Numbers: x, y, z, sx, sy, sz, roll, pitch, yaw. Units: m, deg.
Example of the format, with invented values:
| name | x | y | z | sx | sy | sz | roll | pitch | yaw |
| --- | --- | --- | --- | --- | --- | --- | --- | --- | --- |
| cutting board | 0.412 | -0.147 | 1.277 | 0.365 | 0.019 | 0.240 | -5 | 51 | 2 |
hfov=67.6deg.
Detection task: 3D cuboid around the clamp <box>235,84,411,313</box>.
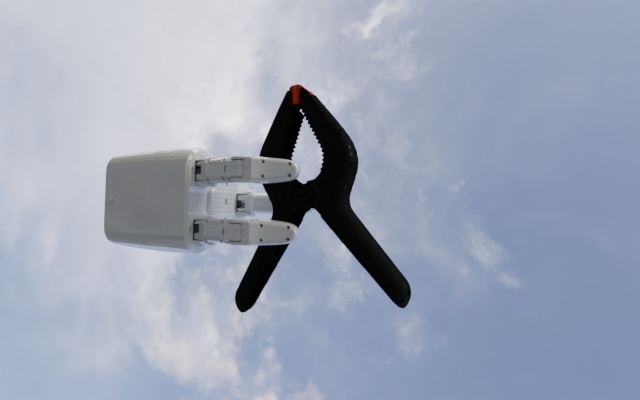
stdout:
| name | x | y | z | sx | sy | sz | roll | pitch | yaw |
| --- | --- | --- | --- | --- | --- | --- | --- | --- | --- |
| clamp | 0.000 | 0.001 | 0.428 | 0.164 | 0.210 | 0.036 | 1 | -2 | 20 |
